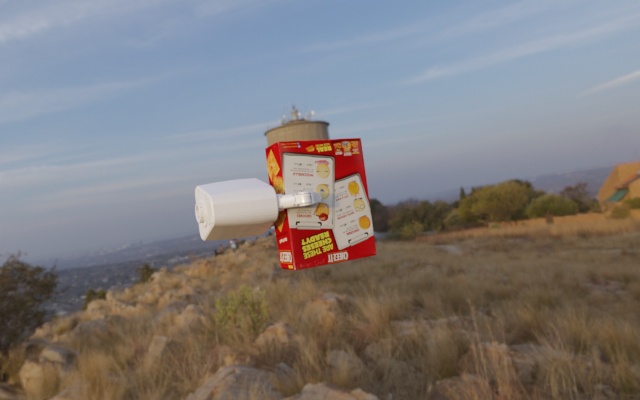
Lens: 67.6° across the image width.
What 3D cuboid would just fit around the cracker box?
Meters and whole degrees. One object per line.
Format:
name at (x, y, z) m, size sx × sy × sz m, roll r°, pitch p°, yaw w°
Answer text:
cracker box at (0.000, 0.003, 0.839) m, size 0.164 × 0.213 × 0.072 m, roll -7°, pitch -2°, yaw -27°
